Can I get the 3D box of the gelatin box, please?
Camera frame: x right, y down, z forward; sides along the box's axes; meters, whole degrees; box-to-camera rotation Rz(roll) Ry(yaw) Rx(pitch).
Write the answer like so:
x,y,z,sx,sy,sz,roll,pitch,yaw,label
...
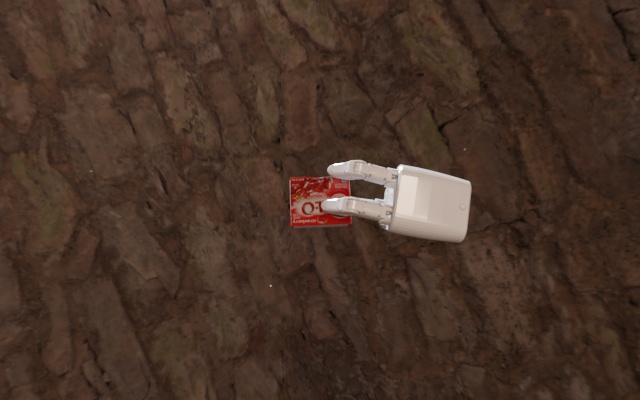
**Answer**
x,y,z,sx,sy,sz,roll,pitch,yaw,label
0.000,0.002,0.704,0.089,0.073,0.030,-2,-11,-1,gelatin box
